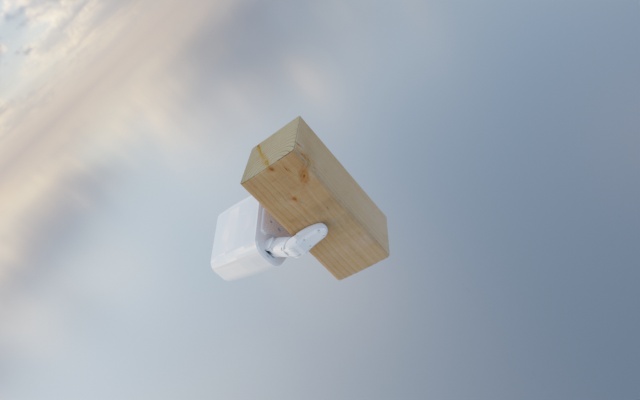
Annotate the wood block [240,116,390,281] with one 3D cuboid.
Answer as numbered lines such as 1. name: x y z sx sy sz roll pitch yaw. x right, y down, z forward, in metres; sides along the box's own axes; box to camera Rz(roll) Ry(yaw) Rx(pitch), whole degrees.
1. wood block: 0.000 0.002 0.651 0.090 0.206 0.090 -30 29 24
